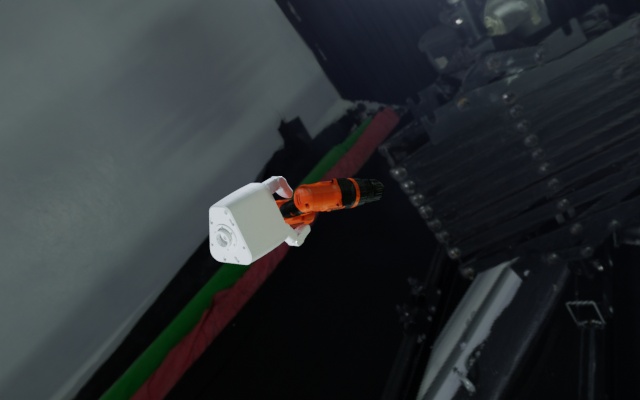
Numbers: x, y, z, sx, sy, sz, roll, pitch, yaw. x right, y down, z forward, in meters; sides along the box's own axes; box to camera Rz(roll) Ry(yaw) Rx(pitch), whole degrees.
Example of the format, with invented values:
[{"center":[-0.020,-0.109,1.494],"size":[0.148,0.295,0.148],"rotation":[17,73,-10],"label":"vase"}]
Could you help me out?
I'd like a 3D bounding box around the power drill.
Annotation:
[{"center":[0.000,0.003,0.879],"size":[0.184,0.057,0.188],"rotation":[-5,-12,-36],"label":"power drill"}]
